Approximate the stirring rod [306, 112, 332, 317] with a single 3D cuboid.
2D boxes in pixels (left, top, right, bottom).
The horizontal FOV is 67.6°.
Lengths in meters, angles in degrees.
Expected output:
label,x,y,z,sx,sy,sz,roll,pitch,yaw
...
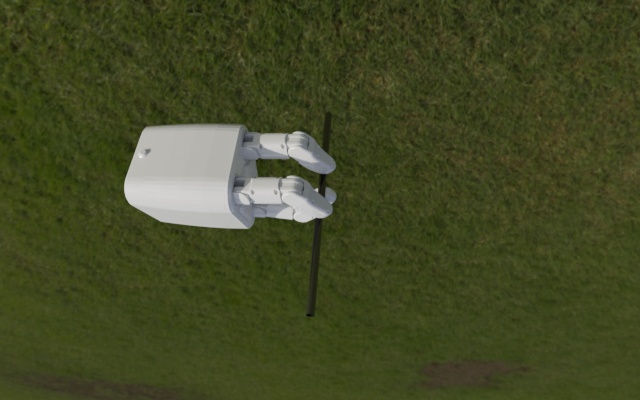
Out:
label,x,y,z,sx,sy,sz,roll,pitch,yaw
stirring rod,0.000,0.002,0.492,0.011,0.239,0.011,4,-32,2
